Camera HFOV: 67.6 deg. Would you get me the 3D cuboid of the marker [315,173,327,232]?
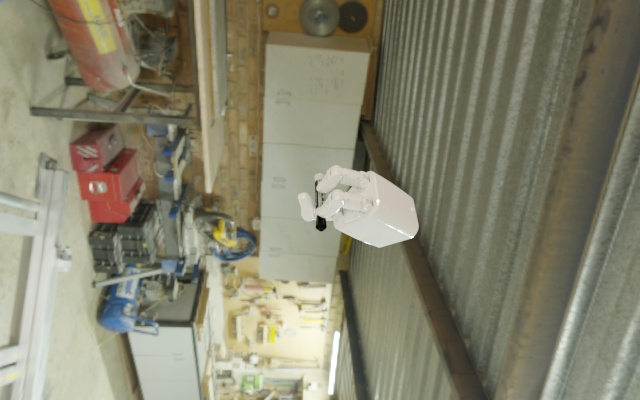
[{"bbox_3d":[0.000,0.003,0.825,0.020,0.121,0.020,-1,-40,-1],"label":"marker"}]
